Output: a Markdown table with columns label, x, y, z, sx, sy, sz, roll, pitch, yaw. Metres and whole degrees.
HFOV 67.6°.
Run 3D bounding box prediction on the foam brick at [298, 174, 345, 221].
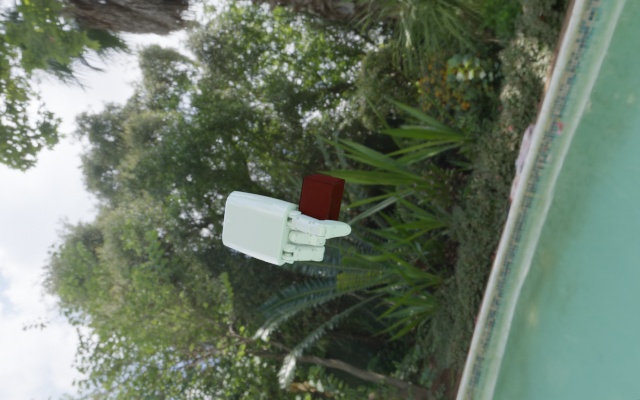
| label | x | y | z | sx | sy | sz | roll | pitch | yaw |
| --- | --- | --- | --- | --- | --- | --- | --- | --- | --- |
| foam brick | 0.000 | 0.002 | 0.737 | 0.051 | 0.078 | 0.053 | 15 | 15 | 21 |
